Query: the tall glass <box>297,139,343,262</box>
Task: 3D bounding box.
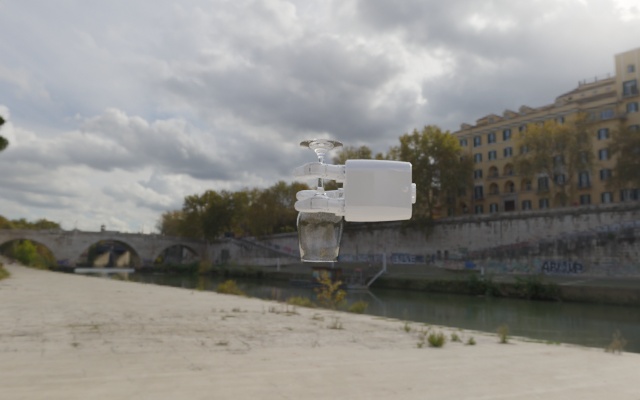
[{"bbox_3d":[0.000,0.002,0.805,0.079,0.201,0.079,1,-7,0],"label":"tall glass"}]
